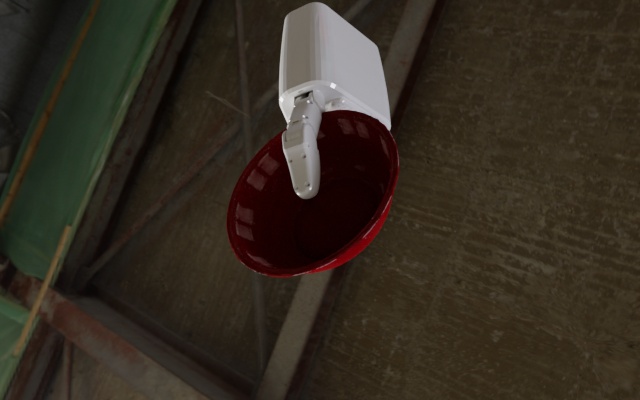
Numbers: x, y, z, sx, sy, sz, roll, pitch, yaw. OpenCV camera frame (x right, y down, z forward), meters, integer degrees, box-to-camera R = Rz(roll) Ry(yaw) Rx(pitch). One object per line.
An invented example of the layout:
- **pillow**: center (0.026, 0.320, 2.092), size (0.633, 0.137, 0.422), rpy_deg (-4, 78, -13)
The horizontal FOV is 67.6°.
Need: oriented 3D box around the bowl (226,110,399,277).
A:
- **bowl**: center (0.000, 0.003, 0.410), size (0.162, 0.162, 0.055), rpy_deg (0, -32, 34)
